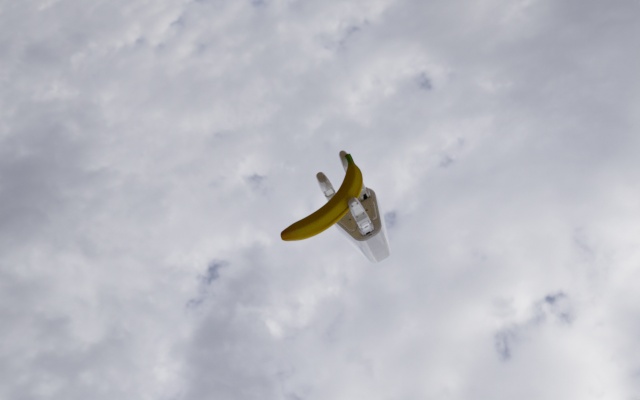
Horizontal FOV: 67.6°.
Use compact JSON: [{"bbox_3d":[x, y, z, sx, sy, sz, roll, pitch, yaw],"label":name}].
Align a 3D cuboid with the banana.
[{"bbox_3d":[0.015,0.008,0.832,0.069,0.197,0.037,31,-16,34],"label":"banana"}]
